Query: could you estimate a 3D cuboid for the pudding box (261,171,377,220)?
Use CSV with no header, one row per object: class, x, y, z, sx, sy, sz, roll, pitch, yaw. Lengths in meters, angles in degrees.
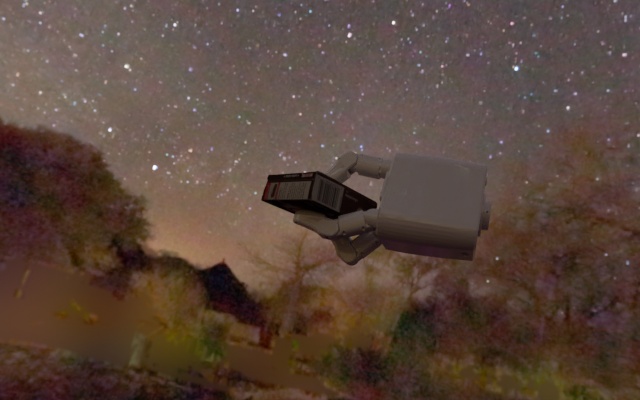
pudding box,0.000,0.002,0.582,0.090,0.039,0.113,-2,-22,46
